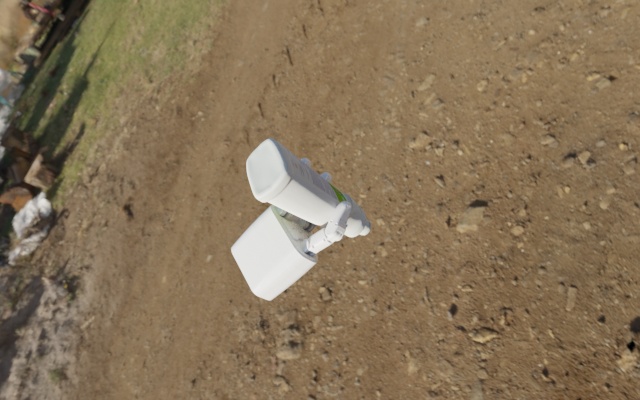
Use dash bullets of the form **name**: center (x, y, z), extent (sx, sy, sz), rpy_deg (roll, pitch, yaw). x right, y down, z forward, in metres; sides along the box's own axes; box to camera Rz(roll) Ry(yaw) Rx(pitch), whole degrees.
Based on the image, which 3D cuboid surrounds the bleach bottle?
- **bleach bottle**: center (0.000, 0.002, 0.746), extent (0.068, 0.102, 0.251), rpy_deg (-42, -47, 17)
